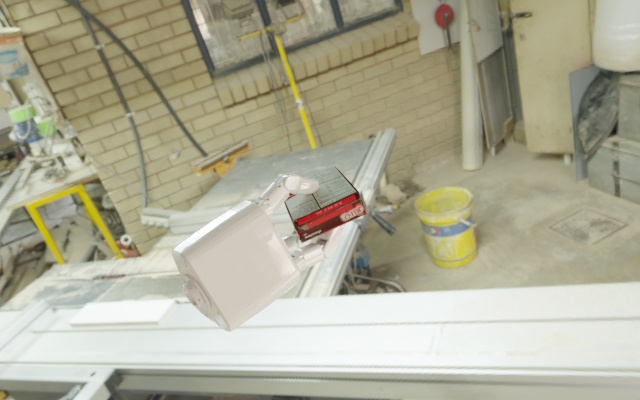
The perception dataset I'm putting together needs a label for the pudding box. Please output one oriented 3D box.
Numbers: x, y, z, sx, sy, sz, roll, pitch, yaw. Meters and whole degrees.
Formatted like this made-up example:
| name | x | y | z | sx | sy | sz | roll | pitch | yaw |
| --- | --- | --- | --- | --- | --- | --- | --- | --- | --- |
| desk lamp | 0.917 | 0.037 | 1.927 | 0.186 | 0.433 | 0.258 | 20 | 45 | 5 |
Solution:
| name | x | y | z | sx | sy | sz | roll | pitch | yaw |
| --- | --- | --- | --- | --- | --- | --- | --- | --- | --- |
| pudding box | 0.000 | 0.002 | 0.626 | 0.090 | 0.039 | 0.113 | -23 | 26 | -4 |
